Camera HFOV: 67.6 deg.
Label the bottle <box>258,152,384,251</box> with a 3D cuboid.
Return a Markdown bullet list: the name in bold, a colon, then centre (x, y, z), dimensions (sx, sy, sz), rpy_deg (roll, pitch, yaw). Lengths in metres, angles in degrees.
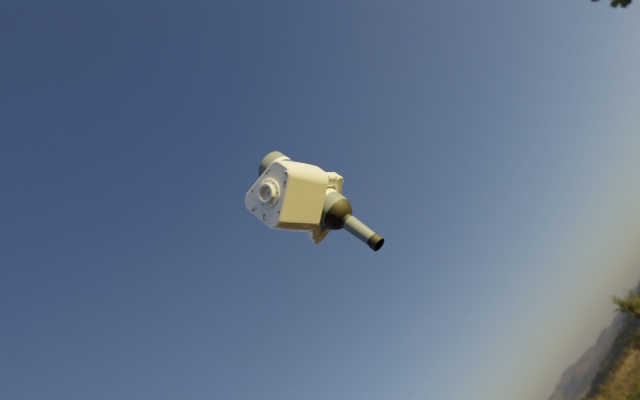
- **bottle**: centre (0.000, 0.003, 0.894), dimensions (0.295, 0.069, 0.069), rpy_deg (36, 21, 32)
